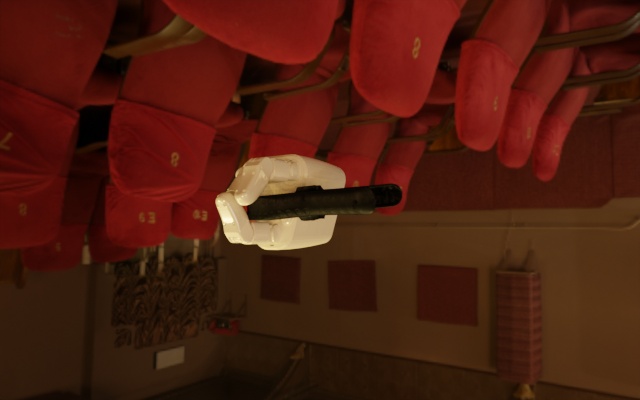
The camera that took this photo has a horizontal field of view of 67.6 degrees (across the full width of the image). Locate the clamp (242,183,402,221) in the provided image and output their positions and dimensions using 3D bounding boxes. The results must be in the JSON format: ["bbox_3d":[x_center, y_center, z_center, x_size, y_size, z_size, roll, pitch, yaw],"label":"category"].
[{"bbox_3d":[0.000,0.002,0.498,0.171,0.039,0.120,-2,-3,31],"label":"clamp"}]
